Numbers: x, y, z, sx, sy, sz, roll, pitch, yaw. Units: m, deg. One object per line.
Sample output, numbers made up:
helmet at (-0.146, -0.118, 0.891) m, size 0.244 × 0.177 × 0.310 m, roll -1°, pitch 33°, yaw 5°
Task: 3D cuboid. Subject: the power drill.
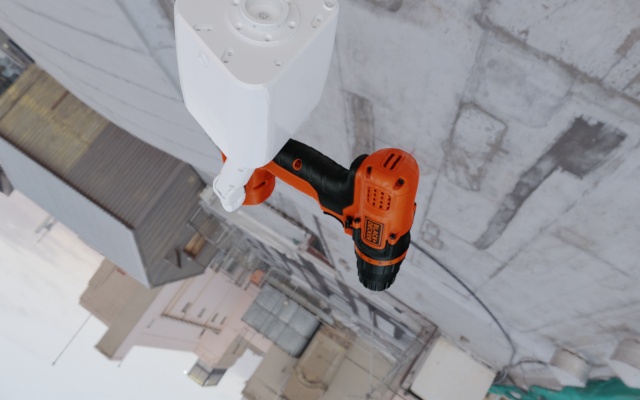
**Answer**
power drill at (0.000, 0.001, 0.461) m, size 0.187 × 0.185 × 0.057 m, roll 23°, pitch 52°, yaw 19°
